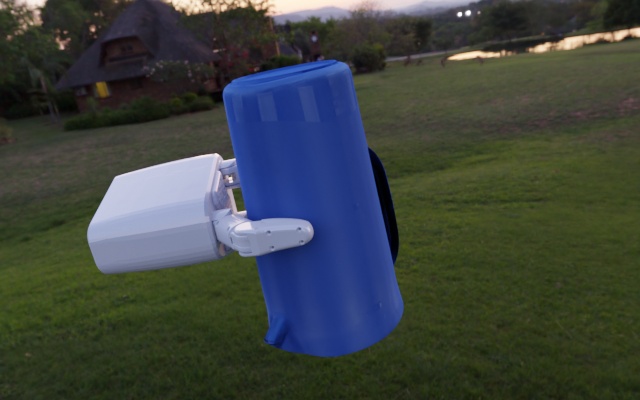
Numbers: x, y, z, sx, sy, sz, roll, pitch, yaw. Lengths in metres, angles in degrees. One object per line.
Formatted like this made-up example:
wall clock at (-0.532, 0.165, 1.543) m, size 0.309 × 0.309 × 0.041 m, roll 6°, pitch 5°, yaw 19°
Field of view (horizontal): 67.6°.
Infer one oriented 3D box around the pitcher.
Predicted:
pitcher at (0.000, 0.001, 0.439) m, size 0.145 × 0.243 × 0.149 m, roll -10°, pitch 19°, yaw 3°
